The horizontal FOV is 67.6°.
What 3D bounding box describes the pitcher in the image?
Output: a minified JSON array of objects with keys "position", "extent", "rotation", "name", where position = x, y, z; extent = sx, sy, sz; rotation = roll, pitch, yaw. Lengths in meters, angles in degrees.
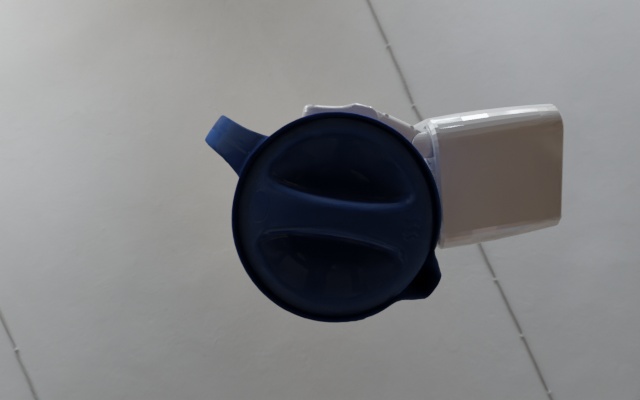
[{"position":[0.000,0.001,0.413],"extent":[0.145,0.149,0.243],"rotation":[-11,2,-1],"name":"pitcher"}]
